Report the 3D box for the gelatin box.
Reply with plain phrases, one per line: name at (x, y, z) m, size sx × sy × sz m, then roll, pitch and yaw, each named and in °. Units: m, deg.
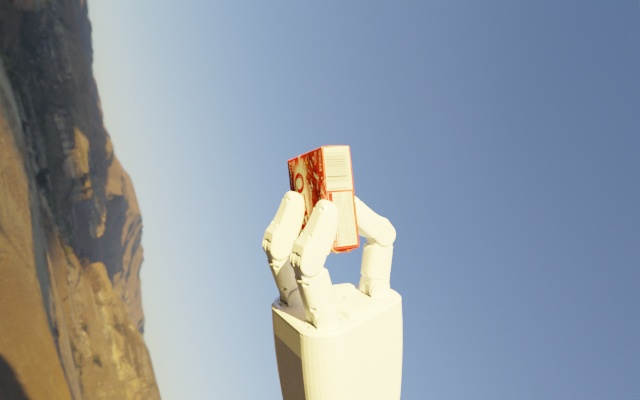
gelatin box at (0.000, 0.001, 0.422) m, size 0.030 × 0.089 × 0.073 m, roll -4°, pitch -3°, yaw -27°
